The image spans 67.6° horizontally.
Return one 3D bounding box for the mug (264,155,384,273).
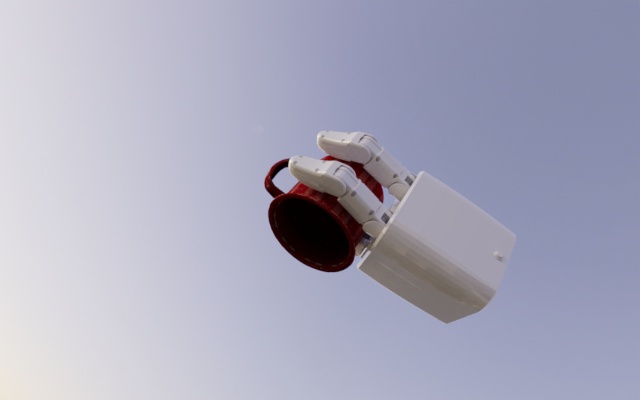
[{"bbox_3d":[-0.001,0.001,0.464,0.117,0.081,0.093,35,-40,6],"label":"mug"}]
